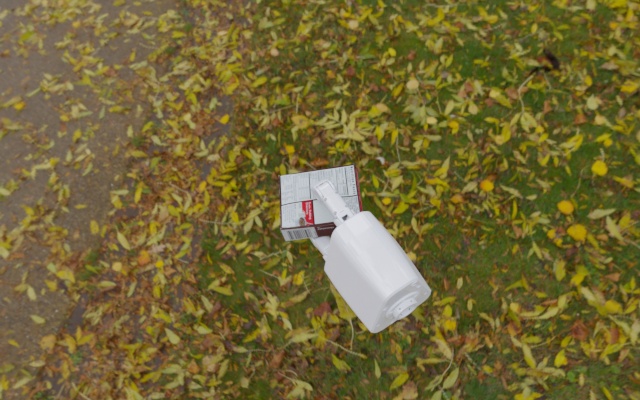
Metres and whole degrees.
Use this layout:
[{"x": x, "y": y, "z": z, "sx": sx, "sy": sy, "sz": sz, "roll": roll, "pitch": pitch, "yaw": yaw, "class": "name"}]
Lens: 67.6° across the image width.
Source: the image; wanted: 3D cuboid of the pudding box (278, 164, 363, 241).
[{"x": 0.000, "y": 0.002, "z": 0.658, "sx": 0.113, "sy": 0.090, "sz": 0.039, "roll": -7, "pitch": -31, "yaw": 5, "class": "pudding box"}]
